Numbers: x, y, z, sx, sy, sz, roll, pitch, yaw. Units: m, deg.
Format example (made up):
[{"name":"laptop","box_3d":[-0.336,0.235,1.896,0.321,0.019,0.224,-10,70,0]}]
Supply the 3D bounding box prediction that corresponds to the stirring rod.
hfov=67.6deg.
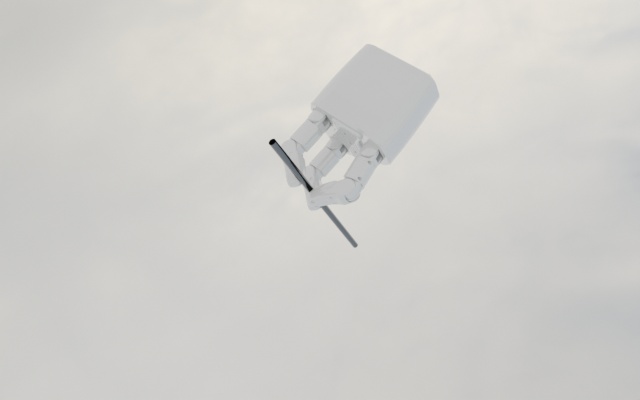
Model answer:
[{"name":"stirring rod","box_3d":[0.000,0.002,0.564,0.011,0.011,0.240,0,-30,27]}]
